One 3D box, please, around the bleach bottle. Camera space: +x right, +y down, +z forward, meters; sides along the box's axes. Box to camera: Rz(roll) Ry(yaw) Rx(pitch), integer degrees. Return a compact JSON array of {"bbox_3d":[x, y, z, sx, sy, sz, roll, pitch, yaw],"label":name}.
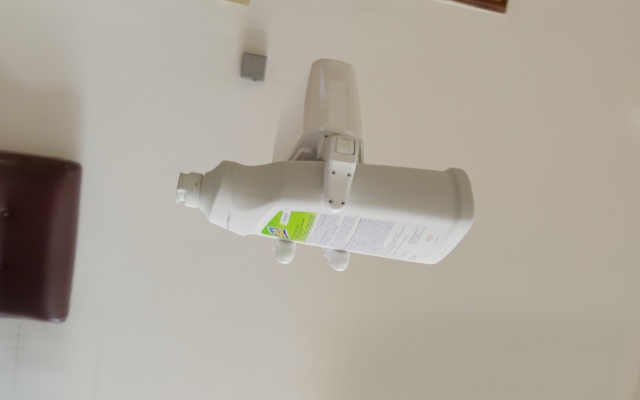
[{"bbox_3d":[0.000,0.002,0.432,0.251,0.068,0.103,8,-36,-9],"label":"bleach bottle"}]
